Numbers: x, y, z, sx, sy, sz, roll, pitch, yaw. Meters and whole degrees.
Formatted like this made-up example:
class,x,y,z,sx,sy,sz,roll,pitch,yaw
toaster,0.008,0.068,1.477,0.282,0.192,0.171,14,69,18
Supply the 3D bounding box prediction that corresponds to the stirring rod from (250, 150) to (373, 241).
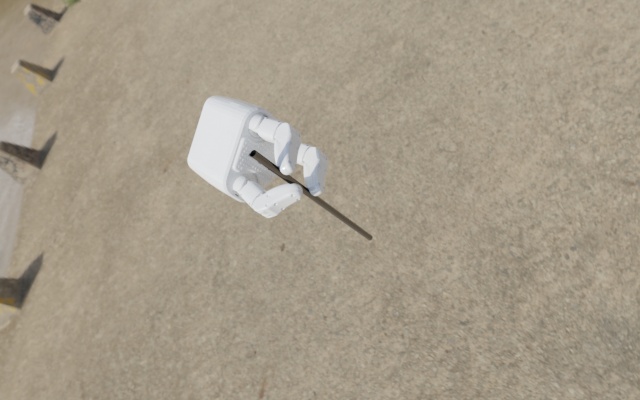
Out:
class,x,y,z,sx,sy,sz,roll,pitch,yaw
stirring rod,0.000,0.002,0.563,0.011,0.011,0.240,0,-24,38
